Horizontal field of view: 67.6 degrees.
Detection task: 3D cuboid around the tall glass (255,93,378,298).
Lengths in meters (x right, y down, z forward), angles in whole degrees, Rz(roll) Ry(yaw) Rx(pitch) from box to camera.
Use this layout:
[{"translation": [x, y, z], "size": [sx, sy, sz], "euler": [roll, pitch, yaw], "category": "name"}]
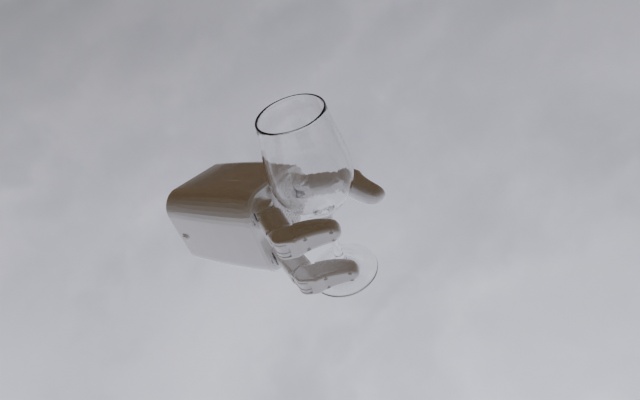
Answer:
[{"translation": [0.000, 0.002, 0.455], "size": [0.079, 0.201, 0.079], "euler": [-11, 39, 9], "category": "tall glass"}]
